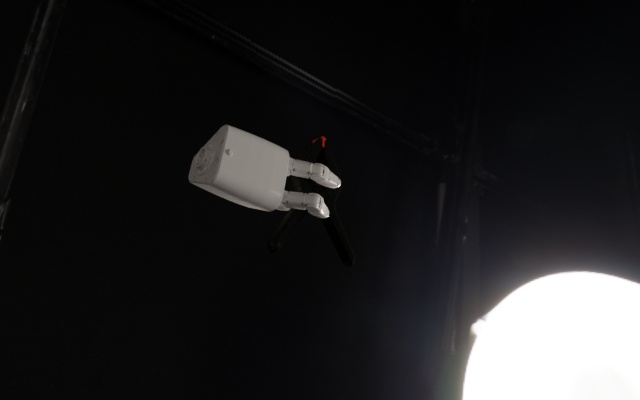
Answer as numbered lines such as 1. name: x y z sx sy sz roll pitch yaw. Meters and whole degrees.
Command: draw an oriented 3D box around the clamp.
1. clamp: -0.001 0.002 0.765 0.164 0.210 0.036 24 -26 -36
